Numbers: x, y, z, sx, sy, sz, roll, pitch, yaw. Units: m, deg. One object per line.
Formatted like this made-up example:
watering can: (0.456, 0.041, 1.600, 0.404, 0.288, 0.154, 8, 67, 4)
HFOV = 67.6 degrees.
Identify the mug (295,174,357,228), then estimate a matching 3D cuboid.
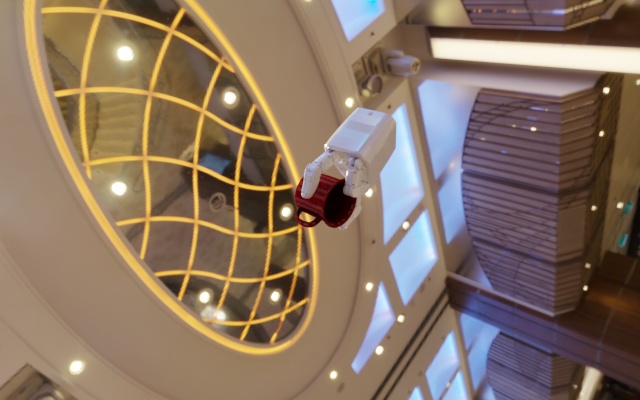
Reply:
mug: (-0.001, 0.004, 0.877, 0.081, 0.117, 0.093, 22, -27, 40)
